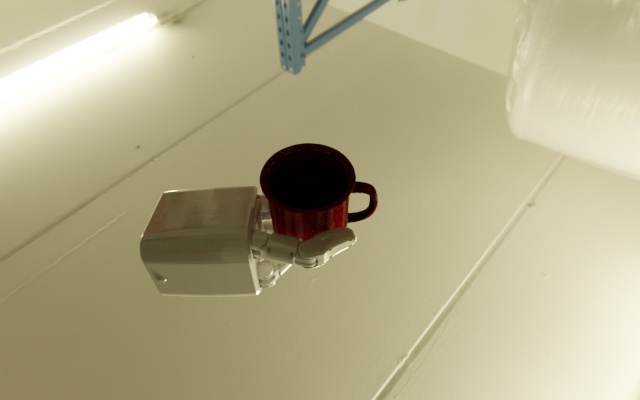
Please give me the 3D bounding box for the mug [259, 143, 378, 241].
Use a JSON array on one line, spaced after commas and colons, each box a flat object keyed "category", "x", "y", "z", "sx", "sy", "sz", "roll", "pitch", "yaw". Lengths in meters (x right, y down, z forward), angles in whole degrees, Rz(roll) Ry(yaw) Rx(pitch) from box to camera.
[{"category": "mug", "x": 0.002, "y": 0.002, "z": 0.492, "sx": 0.117, "sy": 0.093, "sz": 0.082, "roll": -1, "pitch": -40, "yaw": 0}]
